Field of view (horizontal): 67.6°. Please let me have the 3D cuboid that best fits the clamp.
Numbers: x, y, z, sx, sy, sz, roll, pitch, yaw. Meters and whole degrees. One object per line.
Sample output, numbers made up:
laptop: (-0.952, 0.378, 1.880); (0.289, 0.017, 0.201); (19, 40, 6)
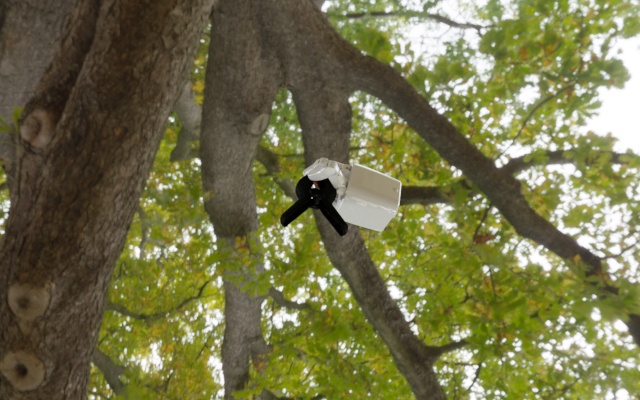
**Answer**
clamp: (0.000, 0.003, 0.891); (0.120, 0.039, 0.171); (19, 41, -3)
